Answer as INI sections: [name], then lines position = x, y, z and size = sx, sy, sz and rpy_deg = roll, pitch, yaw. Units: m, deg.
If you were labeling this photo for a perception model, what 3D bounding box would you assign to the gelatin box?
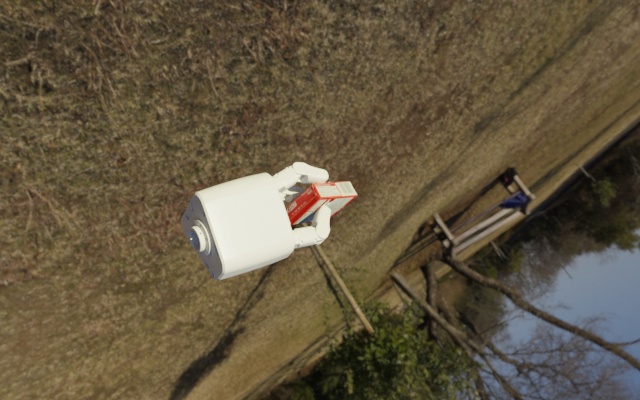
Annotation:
[gelatin box]
position = 0.001, 0.003, 0.719
size = 0.089, 0.030, 0.073
rpy_deg = -5, -28, -48
